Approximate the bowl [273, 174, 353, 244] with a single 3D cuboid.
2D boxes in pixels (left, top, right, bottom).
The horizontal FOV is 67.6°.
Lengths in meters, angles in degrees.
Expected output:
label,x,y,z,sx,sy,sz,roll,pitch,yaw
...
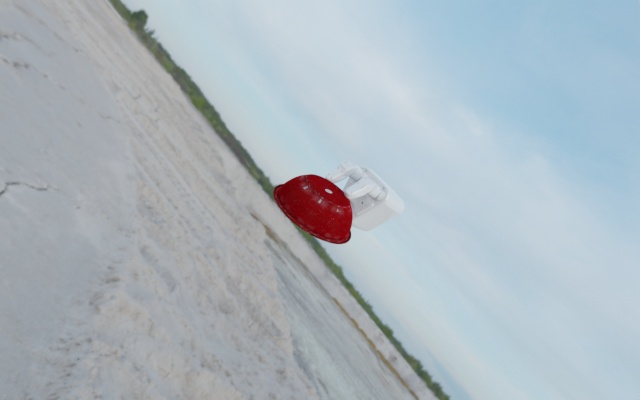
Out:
label,x,y,z,sx,sy,sz,roll,pitch,yaw
bowl,0.000,0.003,0.834,0.162,0.055,0.162,29,22,-13
